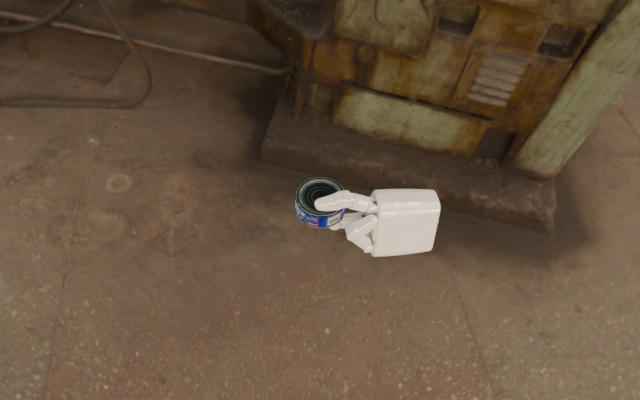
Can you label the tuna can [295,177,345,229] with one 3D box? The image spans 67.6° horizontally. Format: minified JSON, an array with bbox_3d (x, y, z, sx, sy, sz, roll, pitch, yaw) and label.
[{"bbox_3d":[0.000,0.002,0.795,0.086,0.086,0.034,0,-38,-3],"label":"tuna can"}]
